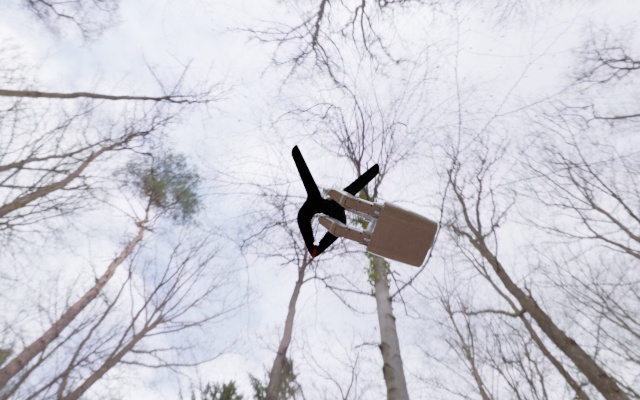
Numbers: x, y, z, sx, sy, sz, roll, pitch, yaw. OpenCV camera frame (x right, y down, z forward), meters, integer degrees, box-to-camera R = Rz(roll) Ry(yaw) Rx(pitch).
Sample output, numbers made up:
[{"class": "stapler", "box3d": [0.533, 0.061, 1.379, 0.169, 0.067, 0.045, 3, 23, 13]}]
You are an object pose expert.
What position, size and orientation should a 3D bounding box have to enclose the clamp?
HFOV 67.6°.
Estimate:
[{"class": "clamp", "box3d": [0.000, 0.003, 0.897, 0.164, 0.210, 0.036, 20, 15, 1]}]
